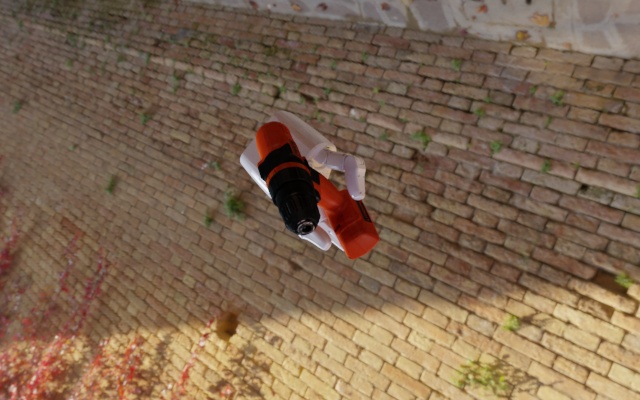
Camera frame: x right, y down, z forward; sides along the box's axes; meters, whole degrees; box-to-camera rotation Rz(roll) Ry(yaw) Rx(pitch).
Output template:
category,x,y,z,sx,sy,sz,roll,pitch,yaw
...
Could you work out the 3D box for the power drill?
category,x,y,z,sx,sy,sz,roll,pitch,yaw
power drill,0.000,0.002,0.601,0.057,0.184,0.188,-35,-46,14
